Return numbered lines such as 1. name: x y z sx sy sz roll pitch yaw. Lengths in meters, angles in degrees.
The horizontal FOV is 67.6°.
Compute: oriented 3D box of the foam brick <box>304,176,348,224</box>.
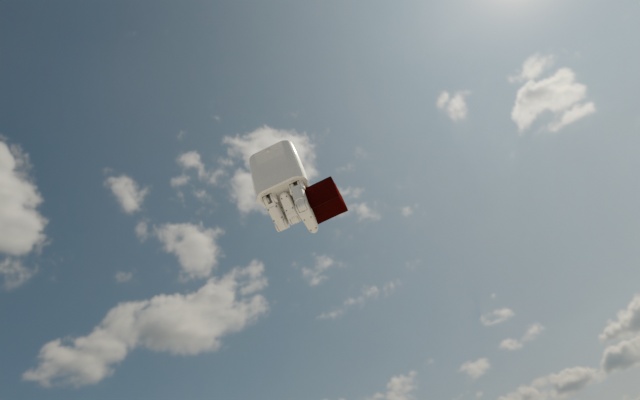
1. foam brick: 0.000 0.003 0.860 0.078 0.051 0.053 -25 -39 6
